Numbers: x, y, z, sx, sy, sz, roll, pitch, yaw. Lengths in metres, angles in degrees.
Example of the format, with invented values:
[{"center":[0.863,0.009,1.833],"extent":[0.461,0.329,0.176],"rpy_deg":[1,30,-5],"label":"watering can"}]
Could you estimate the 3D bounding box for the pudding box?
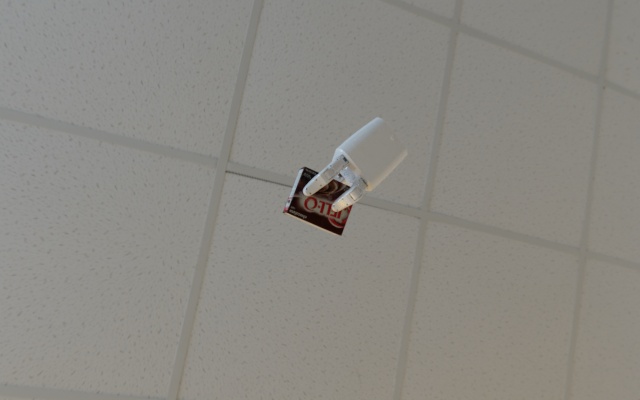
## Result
[{"center":[0.000,0.003,0.857],"extent":[0.113,0.090,0.039],"rpy_deg":[23,-11,-14],"label":"pudding box"}]
